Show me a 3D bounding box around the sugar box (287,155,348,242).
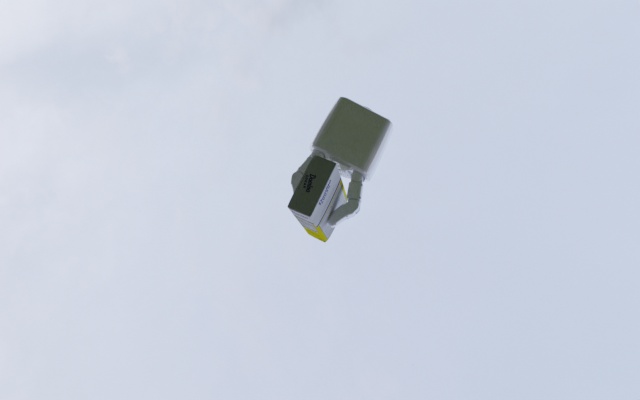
[{"bbox_3d":[0.000,0.002,0.776,0.048,0.093,0.176,22,-13,17],"label":"sugar box"}]
